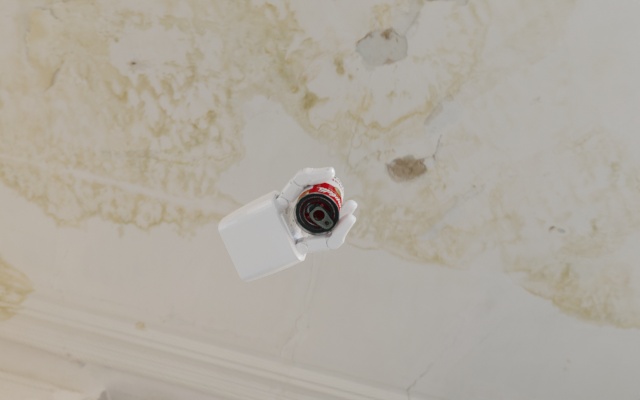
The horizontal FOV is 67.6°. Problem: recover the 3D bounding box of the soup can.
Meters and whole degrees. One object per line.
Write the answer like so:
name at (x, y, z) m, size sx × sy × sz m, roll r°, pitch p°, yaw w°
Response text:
soup can at (0.001, 0.002, 0.737) m, size 0.068 × 0.068 × 0.102 m, roll 0°, pitch 22°, yaw 7°
